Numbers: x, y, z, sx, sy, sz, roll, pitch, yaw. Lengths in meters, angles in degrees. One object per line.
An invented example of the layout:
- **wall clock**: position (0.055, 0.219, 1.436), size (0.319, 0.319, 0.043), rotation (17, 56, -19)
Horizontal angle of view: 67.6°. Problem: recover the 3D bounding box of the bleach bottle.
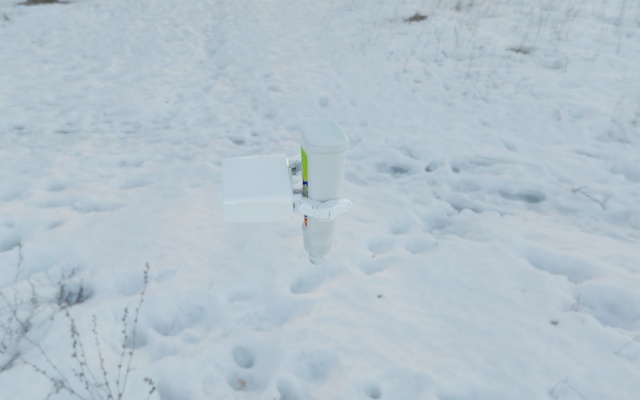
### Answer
- **bleach bottle**: position (0.000, 0.002, 0.781), size (0.068, 0.251, 0.102), rotation (-4, 31, -10)
